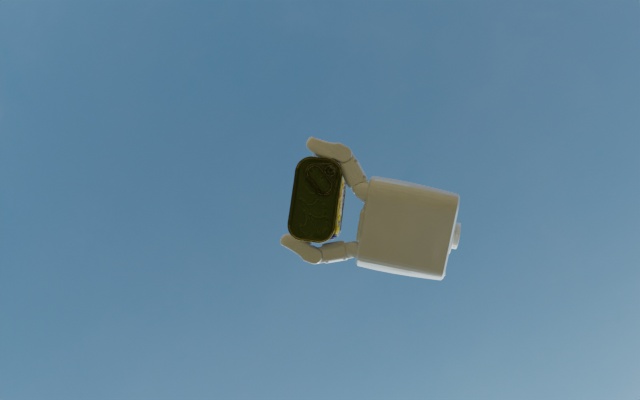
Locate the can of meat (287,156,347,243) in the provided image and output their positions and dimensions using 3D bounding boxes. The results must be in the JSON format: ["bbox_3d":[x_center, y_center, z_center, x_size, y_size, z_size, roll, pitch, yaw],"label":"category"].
[{"bbox_3d":[0.000,0.002,0.606,0.057,0.102,0.084,7,-3,11],"label":"can of meat"}]
